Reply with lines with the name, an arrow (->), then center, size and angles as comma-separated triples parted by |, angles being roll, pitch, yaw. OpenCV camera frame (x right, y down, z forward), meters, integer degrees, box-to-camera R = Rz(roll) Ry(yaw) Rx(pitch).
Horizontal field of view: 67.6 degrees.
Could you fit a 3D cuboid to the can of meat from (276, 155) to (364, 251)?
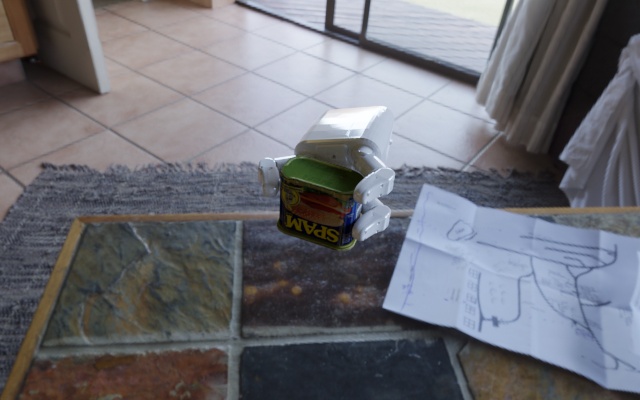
can of meat -> 0.000, 0.002, 0.569 | 0.102, 0.084, 0.057 | 17, 39, 15
